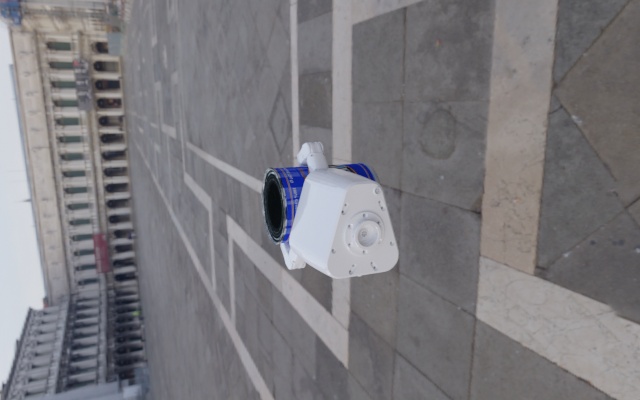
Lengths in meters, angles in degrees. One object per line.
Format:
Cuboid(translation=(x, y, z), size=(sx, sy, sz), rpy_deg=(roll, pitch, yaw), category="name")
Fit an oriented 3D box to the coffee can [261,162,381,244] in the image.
Cuboid(translation=(0.000, 0.002, 0.659), size=(0.140, 0.103, 0.103), rpy_deg=(-5, 2, -22), category="coffee can")
